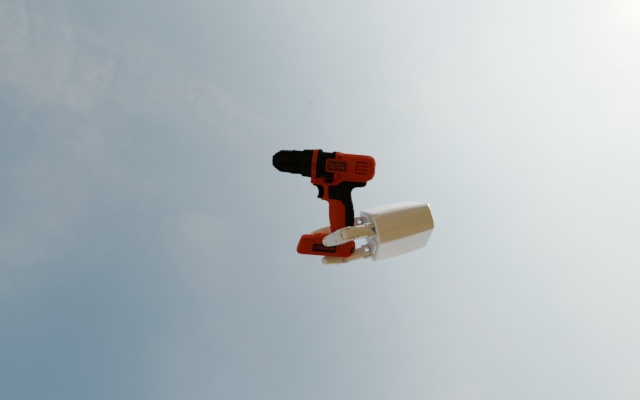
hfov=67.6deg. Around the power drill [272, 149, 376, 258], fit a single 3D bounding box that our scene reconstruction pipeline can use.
[{"bbox_3d":[0.000,0.003,0.852,0.184,0.188,0.057,5,8,7],"label":"power drill"}]
